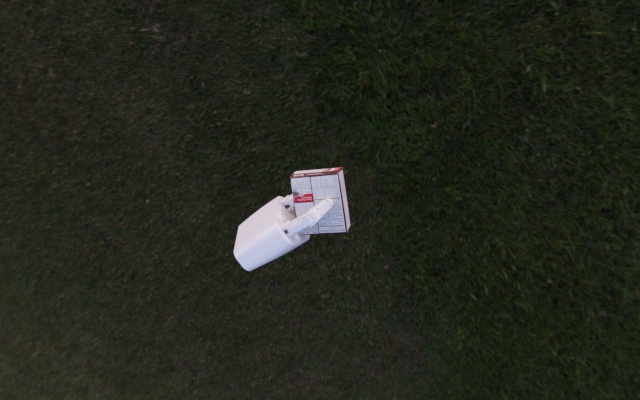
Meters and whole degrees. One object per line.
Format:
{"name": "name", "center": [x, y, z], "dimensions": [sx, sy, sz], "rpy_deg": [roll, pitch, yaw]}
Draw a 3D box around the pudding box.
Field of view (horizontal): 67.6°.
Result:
{"name": "pudding box", "center": [0.000, 0.003, 0.835], "dimensions": [0.090, 0.113, 0.039], "rpy_deg": [-4, 19, 13]}
